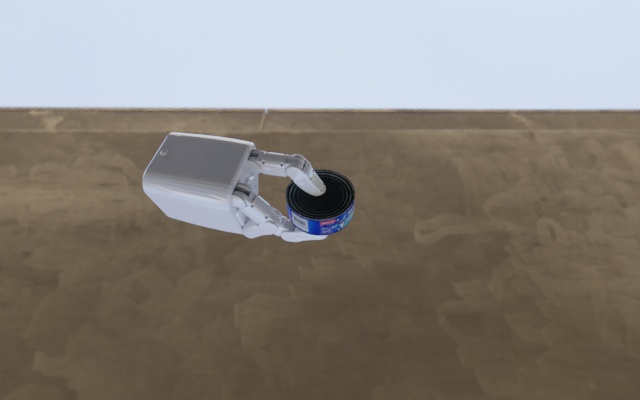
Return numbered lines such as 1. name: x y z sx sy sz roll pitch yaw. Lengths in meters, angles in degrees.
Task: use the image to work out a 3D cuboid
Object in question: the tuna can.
1. tuna can: 0.000 0.002 0.597 0.086 0.086 0.034 0 -43 2
